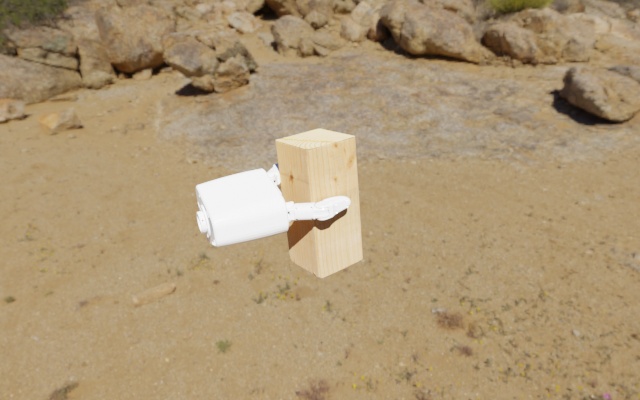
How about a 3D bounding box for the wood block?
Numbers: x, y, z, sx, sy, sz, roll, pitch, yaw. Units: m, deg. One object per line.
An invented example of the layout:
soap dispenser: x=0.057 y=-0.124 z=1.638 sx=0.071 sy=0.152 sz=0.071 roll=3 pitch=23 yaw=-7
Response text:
wood block: x=0.000 y=0.003 z=0.749 sx=0.090 sy=0.206 sz=0.091 roll=-20 pitch=26 yaw=-32
